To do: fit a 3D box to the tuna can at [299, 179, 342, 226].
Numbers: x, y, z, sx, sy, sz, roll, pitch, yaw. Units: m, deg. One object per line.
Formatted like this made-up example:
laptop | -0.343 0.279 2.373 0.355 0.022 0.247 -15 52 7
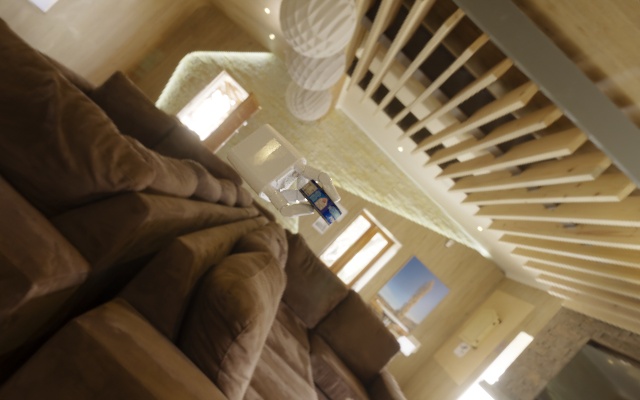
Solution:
tuna can | 0.001 0.002 0.862 0.034 0.086 0.086 -41 1 -2
